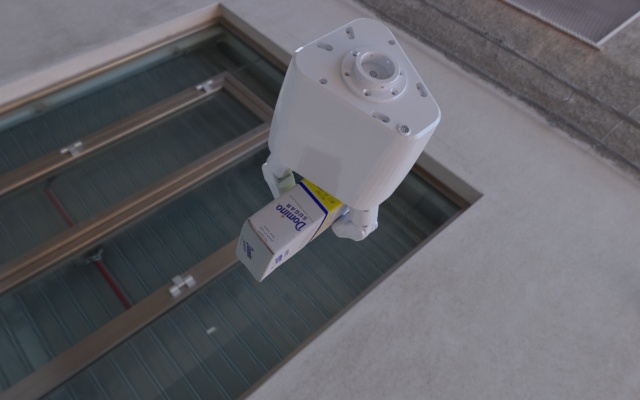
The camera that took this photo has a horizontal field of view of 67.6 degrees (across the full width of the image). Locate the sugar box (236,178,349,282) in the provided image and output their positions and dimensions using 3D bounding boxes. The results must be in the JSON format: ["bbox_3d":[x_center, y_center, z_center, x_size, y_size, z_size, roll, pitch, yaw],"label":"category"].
[{"bbox_3d":[0.000,0.001,0.471,0.176,0.048,0.093,-34,-11,-27],"label":"sugar box"}]
